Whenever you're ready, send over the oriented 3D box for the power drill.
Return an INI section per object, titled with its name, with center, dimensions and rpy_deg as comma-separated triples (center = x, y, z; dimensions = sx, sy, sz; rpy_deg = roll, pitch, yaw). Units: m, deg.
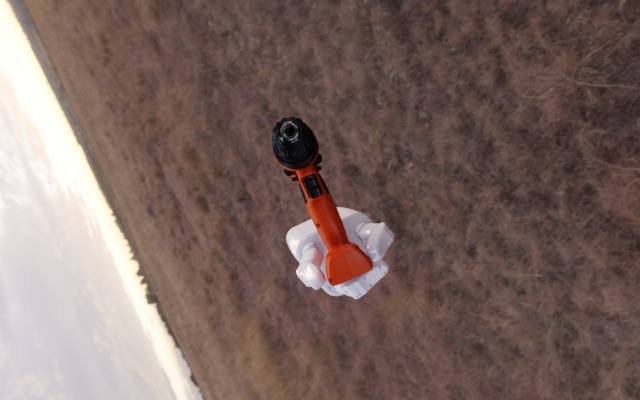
[power drill]
center = 0.000, 0.002, 0.556
dimensions = 0.057, 0.187, 0.184
rpy_deg = -22, -6, 1
